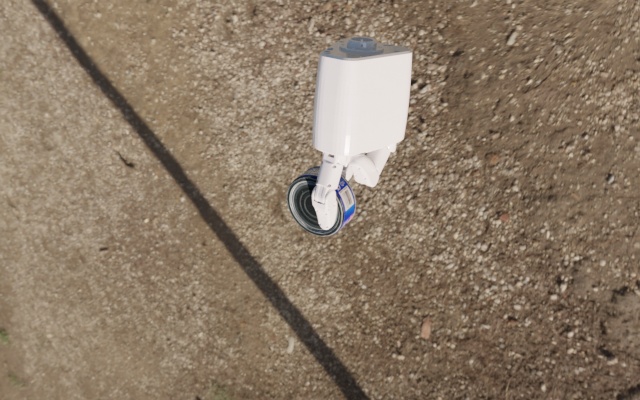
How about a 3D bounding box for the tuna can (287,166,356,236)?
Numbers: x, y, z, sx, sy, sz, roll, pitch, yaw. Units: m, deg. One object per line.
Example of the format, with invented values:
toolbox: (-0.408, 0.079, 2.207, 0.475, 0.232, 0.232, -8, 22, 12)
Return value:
tuna can: (0.000, 0.002, 0.604, 0.086, 0.086, 0.033, 0, 26, 35)
